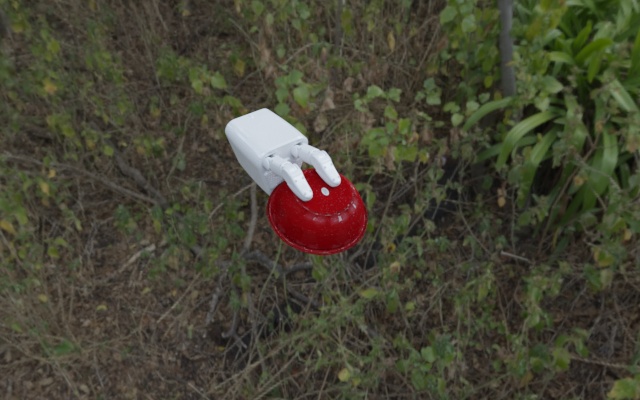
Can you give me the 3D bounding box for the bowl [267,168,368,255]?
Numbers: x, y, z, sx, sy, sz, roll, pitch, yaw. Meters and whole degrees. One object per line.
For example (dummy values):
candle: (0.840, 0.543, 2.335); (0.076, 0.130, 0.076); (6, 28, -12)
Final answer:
bowl: (0.001, 0.003, 0.735); (0.162, 0.162, 0.055); (0, -38, -13)
